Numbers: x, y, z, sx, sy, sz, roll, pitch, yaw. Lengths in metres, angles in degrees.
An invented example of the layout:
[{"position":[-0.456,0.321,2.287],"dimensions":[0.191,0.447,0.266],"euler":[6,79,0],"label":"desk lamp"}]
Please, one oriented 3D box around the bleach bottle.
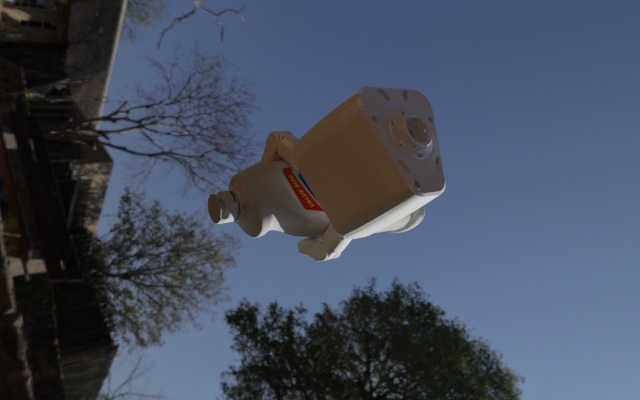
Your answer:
[{"position":[0.000,0.002,0.527],"dimensions":[0.251,0.102,0.068],"euler":[-8,-17,-37],"label":"bleach bottle"}]
